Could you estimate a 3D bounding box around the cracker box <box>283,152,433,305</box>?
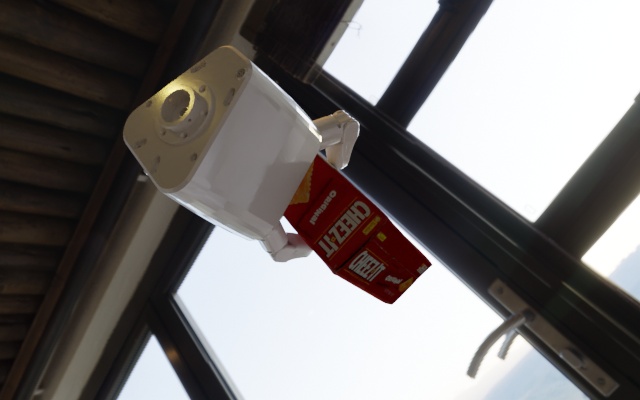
[{"bbox_3d":[0.000,0.001,0.494,0.213,0.072,0.164,45,3,33],"label":"cracker box"}]
